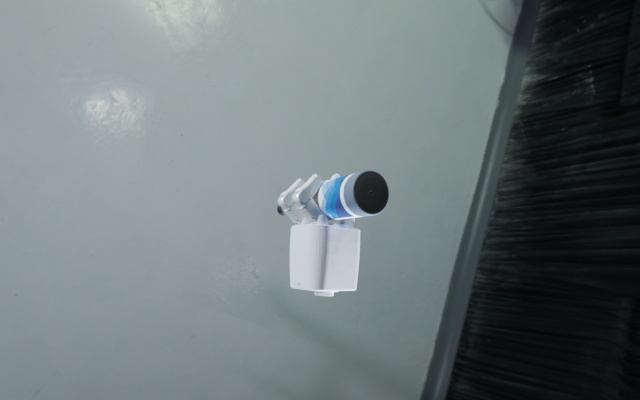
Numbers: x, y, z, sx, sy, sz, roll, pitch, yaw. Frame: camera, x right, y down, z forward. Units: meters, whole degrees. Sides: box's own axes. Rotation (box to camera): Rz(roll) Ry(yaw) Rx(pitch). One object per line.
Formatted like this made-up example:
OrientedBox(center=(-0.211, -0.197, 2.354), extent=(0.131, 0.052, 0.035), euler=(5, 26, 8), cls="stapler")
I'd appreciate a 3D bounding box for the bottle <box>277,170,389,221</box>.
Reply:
OrientedBox(center=(0.000, 0.003, 0.819), extent=(0.069, 0.069, 0.296), euler=(0, -6, -30), cls="bottle")
